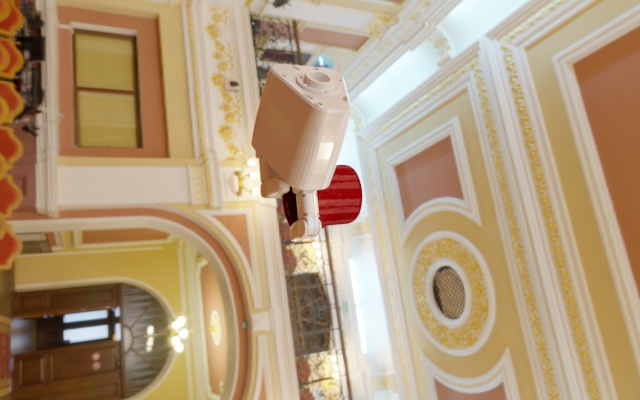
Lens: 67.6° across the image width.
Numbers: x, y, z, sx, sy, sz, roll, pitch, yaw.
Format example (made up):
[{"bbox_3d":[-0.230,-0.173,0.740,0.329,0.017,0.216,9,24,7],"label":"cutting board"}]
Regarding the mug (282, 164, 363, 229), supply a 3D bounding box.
[{"bbox_3d":[0.000,0.003,0.643,0.081,0.117,0.093,-4,44,-25],"label":"mug"}]
